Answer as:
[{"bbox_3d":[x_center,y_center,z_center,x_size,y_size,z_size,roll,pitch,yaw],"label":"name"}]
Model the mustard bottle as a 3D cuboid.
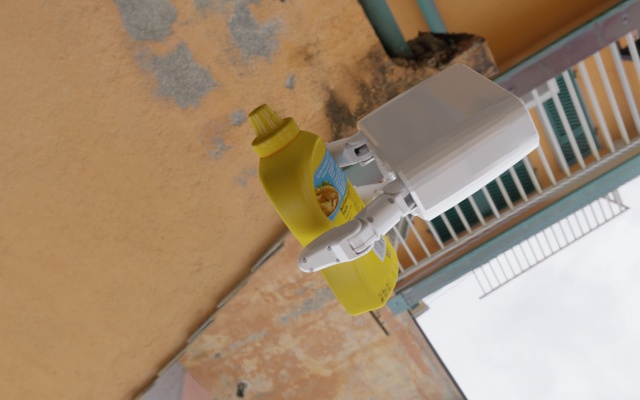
[{"bbox_3d":[0.000,0.002,0.413,0.058,0.192,0.096,-23,24,25],"label":"mustard bottle"}]
